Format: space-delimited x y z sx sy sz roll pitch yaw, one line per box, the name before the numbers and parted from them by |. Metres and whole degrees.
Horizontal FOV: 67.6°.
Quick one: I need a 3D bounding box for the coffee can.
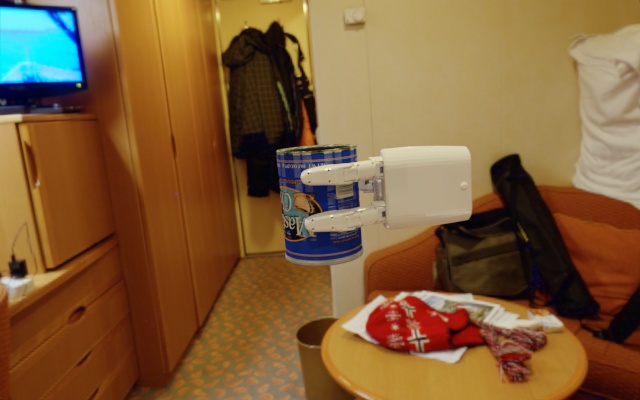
coffee can | 0.000 0.002 0.614 0.103 0.140 0.103 -4 10 1
